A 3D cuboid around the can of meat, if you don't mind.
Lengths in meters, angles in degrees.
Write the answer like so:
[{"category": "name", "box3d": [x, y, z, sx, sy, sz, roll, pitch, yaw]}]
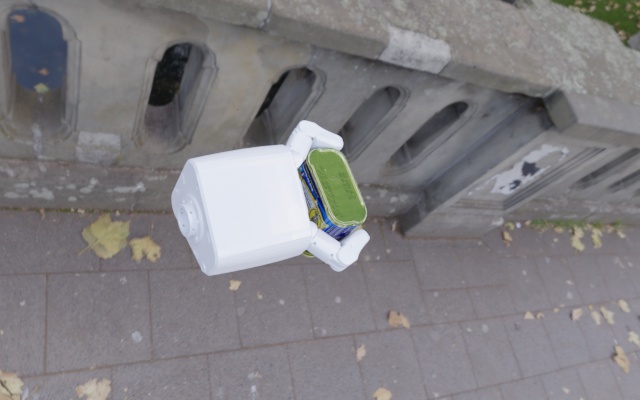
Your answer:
[{"category": "can of meat", "box3d": [0.000, 0.002, 0.548, 0.057, 0.102, 0.084, -9, -22, -34]}]
